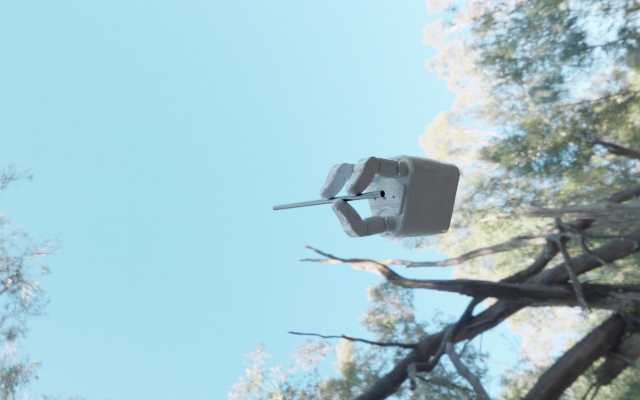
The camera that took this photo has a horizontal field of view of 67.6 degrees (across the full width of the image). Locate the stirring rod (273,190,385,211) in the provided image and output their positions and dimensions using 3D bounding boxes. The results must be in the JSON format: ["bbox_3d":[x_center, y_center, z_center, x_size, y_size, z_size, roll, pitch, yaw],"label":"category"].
[{"bbox_3d":[0.000,0.002,0.643,0.011,0.011,0.239,0,-5,-36],"label":"stirring rod"}]
